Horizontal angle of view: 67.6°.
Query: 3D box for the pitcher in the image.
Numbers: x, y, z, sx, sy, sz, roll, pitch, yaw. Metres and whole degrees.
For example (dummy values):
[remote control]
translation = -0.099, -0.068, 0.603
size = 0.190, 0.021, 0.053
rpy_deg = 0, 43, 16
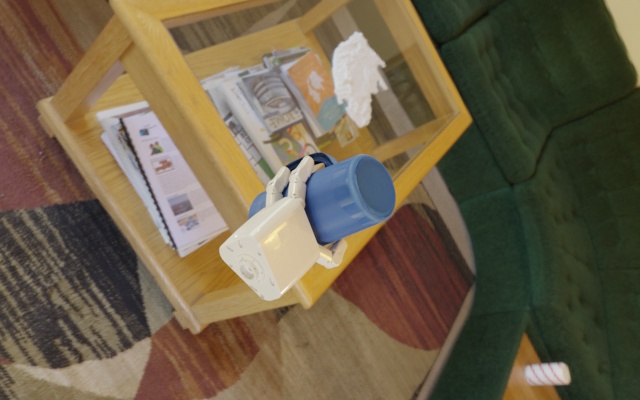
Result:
[pitcher]
translation = 0.000, 0.003, 0.793
size = 0.243, 0.149, 0.145
rpy_deg = -23, 14, 42
